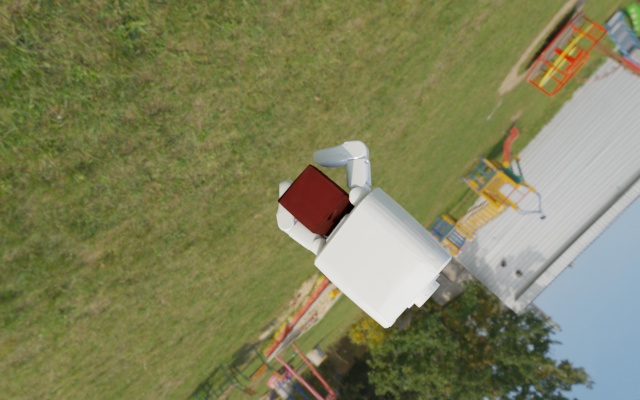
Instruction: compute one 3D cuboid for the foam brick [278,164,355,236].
[{"bbox_3d":[0.000,0.002,0.514,0.051,0.053,0.078,42,6,16],"label":"foam brick"}]
